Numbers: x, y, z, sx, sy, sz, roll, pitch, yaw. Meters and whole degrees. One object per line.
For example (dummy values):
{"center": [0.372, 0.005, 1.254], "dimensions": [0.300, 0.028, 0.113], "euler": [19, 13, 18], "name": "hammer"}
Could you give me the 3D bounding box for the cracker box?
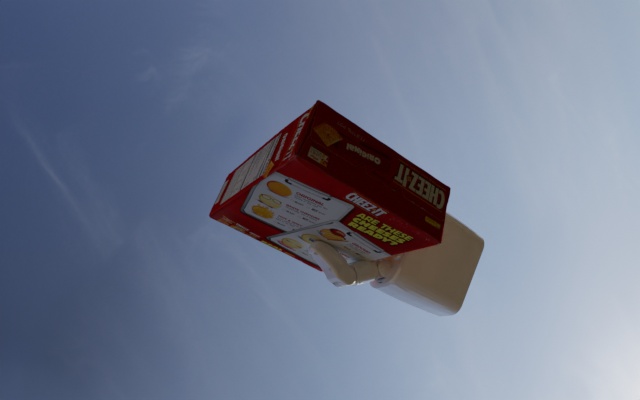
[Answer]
{"center": [0.000, 0.002, 0.504], "dimensions": [0.164, 0.072, 0.214], "euler": [29, -28, -22], "name": "cracker box"}
